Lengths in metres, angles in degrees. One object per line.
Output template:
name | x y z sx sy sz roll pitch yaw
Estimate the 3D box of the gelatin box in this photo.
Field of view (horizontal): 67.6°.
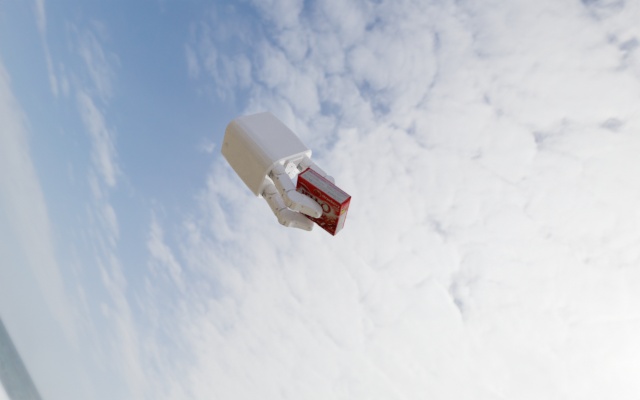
gelatin box | 0.001 0.002 0.739 0.089 0.073 0.030 35 49 21
